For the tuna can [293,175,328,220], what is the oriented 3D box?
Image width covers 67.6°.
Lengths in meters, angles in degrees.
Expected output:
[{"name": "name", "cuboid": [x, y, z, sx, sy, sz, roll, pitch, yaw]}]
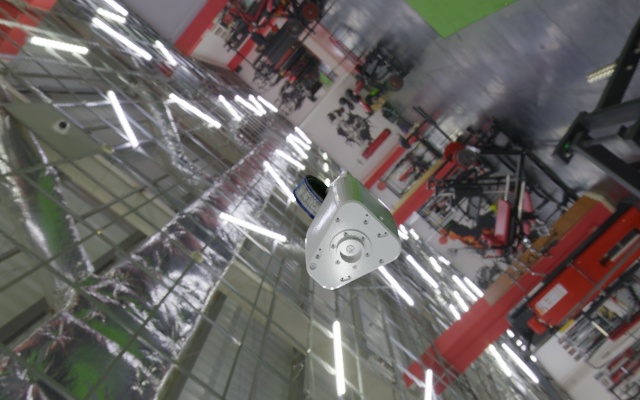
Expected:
[{"name": "tuna can", "cuboid": [0.000, 0.003, 0.721, 0.086, 0.034, 0.086, 40, 15, -13]}]
